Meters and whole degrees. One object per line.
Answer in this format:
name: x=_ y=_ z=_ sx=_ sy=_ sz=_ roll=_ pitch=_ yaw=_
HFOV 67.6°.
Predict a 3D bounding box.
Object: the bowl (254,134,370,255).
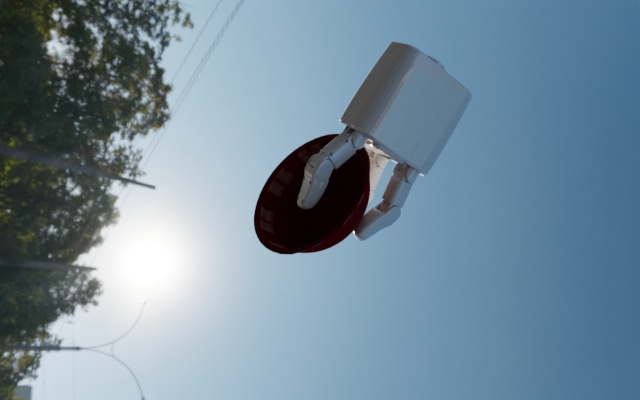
bowl: x=-0.001 y=0.003 z=0.560 sx=0.162 sy=0.162 sz=0.055 roll=0 pitch=-32 yaw=41
